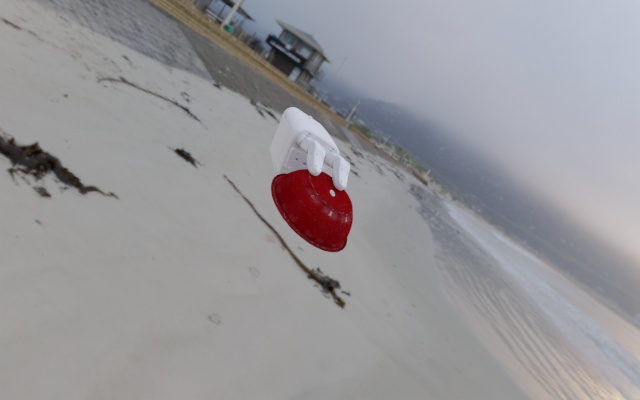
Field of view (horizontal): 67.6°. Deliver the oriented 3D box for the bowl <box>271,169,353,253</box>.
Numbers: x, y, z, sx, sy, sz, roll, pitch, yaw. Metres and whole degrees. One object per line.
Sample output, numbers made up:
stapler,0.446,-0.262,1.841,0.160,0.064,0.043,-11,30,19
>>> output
bowl,0.001,0.003,0.765,0.055,0.162,0.162,-43,-22,26
